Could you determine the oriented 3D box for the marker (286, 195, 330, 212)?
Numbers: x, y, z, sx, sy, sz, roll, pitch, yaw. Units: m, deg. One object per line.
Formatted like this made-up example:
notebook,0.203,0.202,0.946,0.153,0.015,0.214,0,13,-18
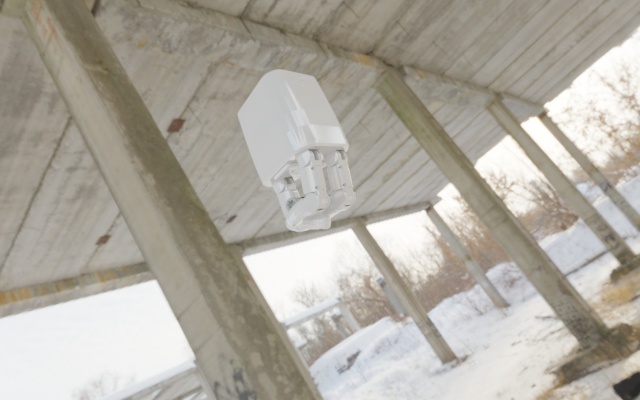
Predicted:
marker,0.000,0.002,0.618,0.020,0.020,0.121,0,4,36
